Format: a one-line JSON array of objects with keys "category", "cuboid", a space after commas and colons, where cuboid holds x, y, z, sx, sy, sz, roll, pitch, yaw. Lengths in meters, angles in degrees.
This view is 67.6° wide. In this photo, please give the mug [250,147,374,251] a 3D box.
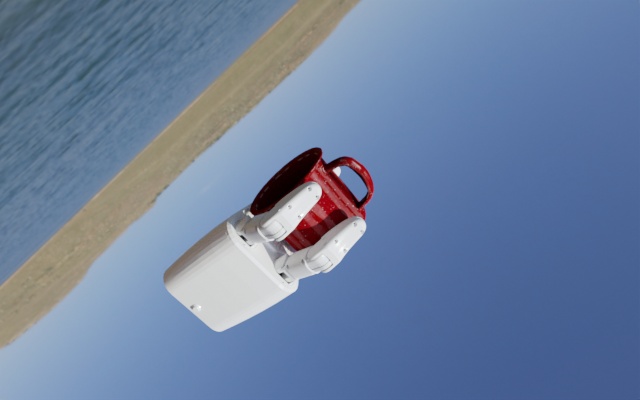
[{"category": "mug", "cuboid": [0.001, 0.001, 0.472, 0.117, 0.081, 0.093, -34, 21, 24]}]
